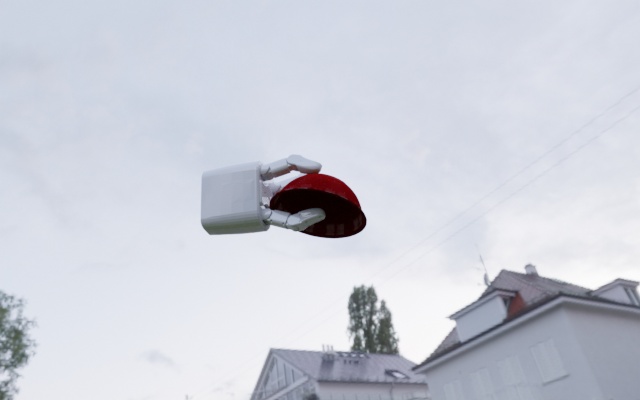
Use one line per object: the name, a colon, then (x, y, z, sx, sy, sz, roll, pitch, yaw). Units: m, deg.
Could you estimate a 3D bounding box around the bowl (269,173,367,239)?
bowl: (0.002, 0.002, 0.788, 0.162, 0.055, 0.162, 10, -30, 6)
